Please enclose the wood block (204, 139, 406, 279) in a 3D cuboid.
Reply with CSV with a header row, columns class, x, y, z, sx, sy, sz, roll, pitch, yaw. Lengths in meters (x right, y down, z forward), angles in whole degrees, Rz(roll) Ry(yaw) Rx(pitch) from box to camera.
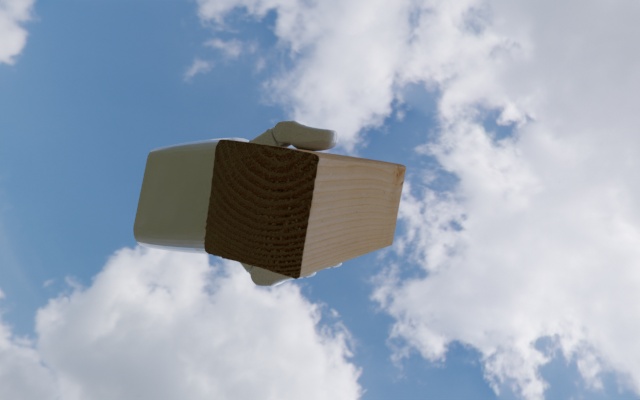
class,x,y,z,sx,sy,sz,roll,pitch,yaw
wood block,0.000,0.001,0.437,0.090,0.091,0.206,11,7,26
